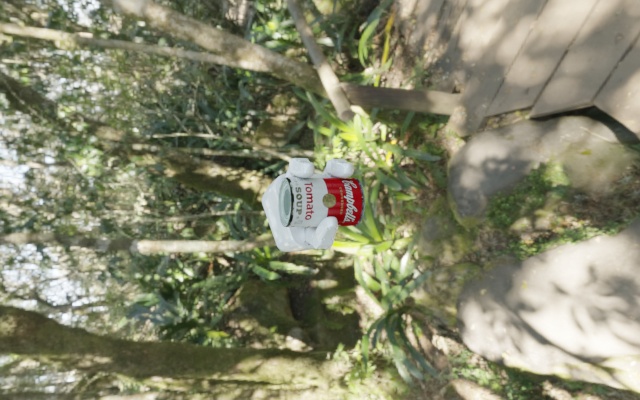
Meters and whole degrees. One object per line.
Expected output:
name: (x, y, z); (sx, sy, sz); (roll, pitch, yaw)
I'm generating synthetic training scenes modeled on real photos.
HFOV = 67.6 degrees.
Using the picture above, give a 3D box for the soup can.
soup can: (0.000, 0.002, 0.644); (0.102, 0.068, 0.068); (0, 0, -19)
